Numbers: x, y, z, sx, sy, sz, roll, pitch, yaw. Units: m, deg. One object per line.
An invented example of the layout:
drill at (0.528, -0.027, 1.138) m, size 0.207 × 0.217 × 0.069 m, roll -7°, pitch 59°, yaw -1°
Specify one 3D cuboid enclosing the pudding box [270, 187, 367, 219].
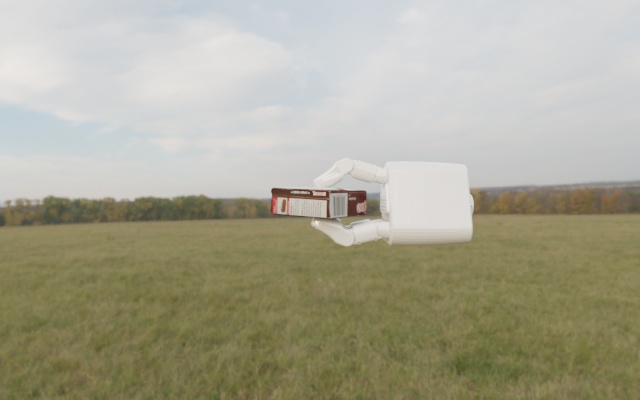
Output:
pudding box at (0.000, 0.002, 0.640) m, size 0.090 × 0.039 × 0.113 m, roll 2°, pitch 0°, yaw 29°
